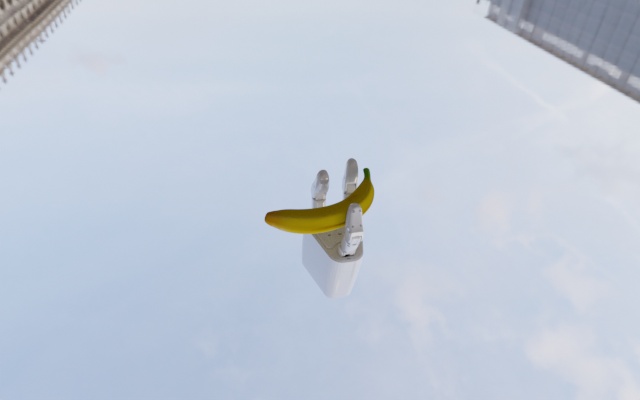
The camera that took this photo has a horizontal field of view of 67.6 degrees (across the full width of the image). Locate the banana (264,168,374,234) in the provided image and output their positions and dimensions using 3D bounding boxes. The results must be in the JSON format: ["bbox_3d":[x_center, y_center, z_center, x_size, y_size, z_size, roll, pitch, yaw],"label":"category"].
[{"bbox_3d":[0.014,0.014,0.721,0.198,0.069,0.037,-24,-31,-28],"label":"banana"}]
